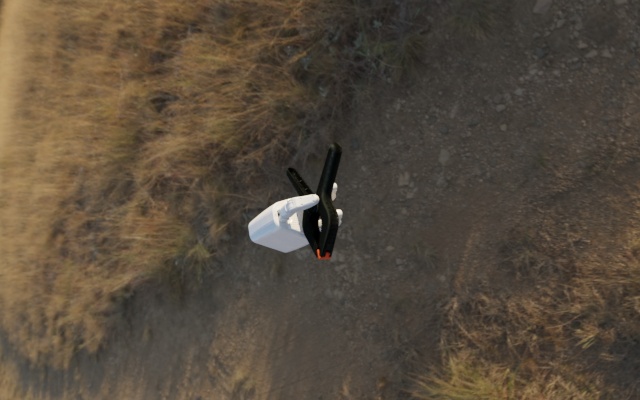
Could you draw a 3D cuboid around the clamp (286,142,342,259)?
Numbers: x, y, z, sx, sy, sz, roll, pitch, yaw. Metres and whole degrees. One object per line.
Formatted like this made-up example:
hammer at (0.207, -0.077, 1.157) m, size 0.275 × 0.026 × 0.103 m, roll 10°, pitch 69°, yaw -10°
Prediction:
clamp at (-0.001, 0.003, 0.896) m, size 0.036 × 0.210 × 0.164 m, roll 2°, pitch -23°, yaw -36°
